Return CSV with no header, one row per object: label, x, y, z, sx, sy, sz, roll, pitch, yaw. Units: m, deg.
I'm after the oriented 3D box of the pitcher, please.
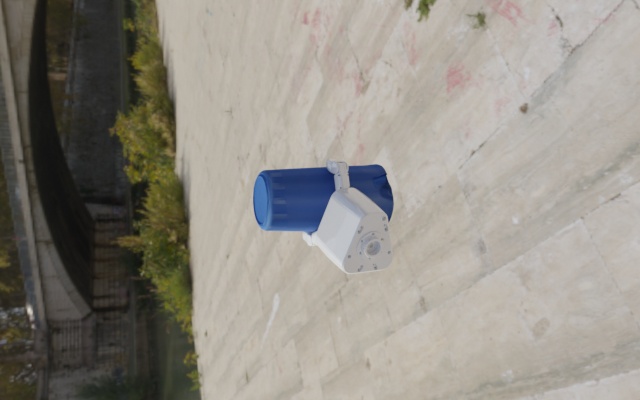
pitcher,0.000,0.003,0.896,0.243,0.149,0.145,-1,21,-24
